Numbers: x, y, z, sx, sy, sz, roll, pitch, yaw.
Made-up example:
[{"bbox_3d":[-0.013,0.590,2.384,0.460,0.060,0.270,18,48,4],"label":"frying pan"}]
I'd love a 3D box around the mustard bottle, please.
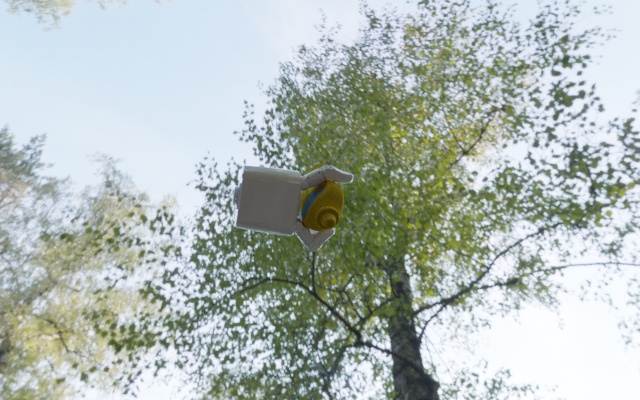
[{"bbox_3d":[0.000,0.003,0.883,0.058,0.096,0.191,32,14,-20],"label":"mustard bottle"}]
